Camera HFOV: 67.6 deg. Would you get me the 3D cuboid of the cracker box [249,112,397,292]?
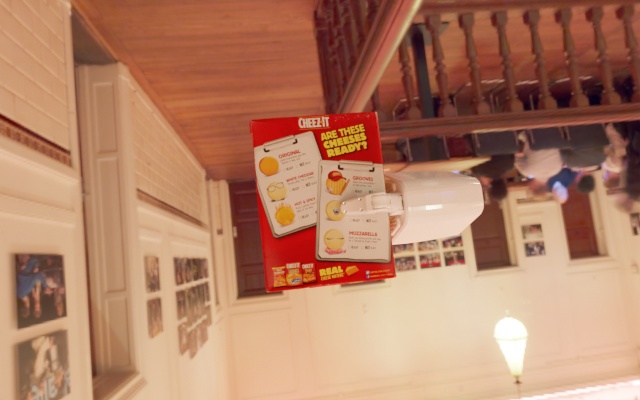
[{"bbox_3d":[0.000,0.002,0.618,0.164,0.213,0.072,-5,-6,-9],"label":"cracker box"}]
